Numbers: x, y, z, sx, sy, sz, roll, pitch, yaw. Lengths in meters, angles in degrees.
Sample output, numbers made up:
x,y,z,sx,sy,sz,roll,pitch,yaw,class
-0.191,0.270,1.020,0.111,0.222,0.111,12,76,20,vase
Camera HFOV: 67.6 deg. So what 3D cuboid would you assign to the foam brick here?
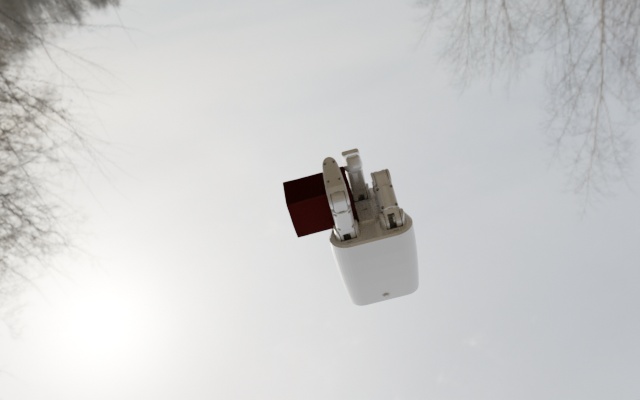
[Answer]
x,y,z,sx,sy,sz,roll,pitch,yaw,class
0.000,0.002,0.568,0.078,0.051,0.053,-14,34,2,foam brick
